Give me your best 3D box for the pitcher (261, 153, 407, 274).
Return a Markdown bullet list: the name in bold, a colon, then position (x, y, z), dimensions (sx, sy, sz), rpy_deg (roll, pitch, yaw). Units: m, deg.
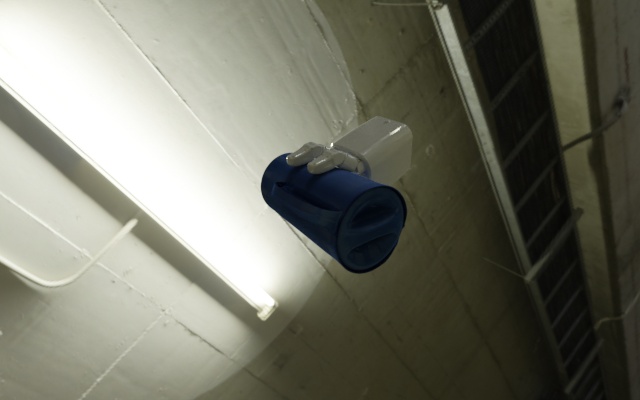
- **pitcher**: position (0.000, 0.002, 0.746), dimensions (0.145, 0.149, 0.242), rpy_deg (-37, 38, -21)
